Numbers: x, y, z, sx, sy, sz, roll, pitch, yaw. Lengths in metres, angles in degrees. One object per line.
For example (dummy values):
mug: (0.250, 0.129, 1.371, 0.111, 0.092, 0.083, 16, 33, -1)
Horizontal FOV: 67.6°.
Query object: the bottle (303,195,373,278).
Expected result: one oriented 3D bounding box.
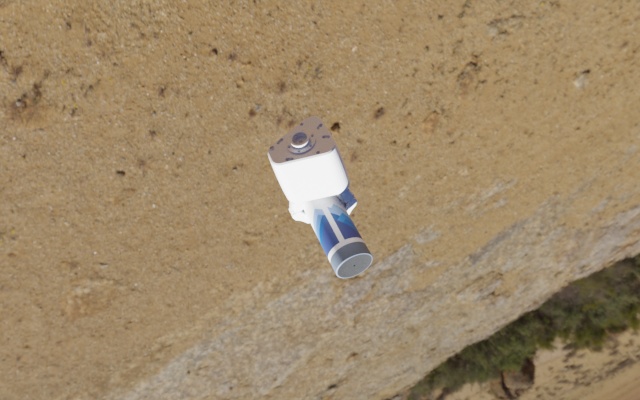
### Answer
bottle: (0.000, 0.003, 0.866, 0.069, 0.295, 0.069, -17, -38, -14)
